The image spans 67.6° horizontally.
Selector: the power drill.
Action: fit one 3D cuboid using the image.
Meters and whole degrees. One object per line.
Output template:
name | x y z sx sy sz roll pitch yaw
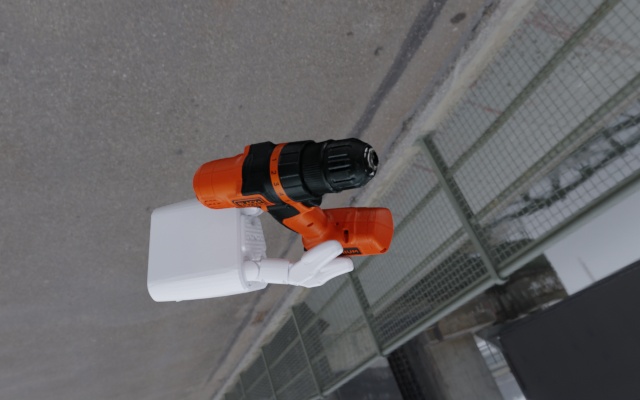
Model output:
power drill | 0.000 0.002 0.464 0.184 0.057 0.188 -4 -25 33
